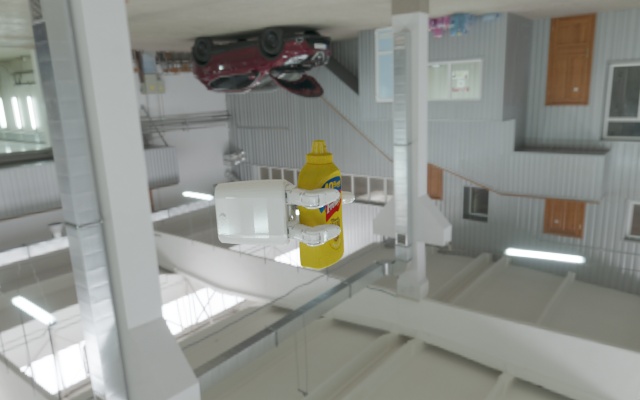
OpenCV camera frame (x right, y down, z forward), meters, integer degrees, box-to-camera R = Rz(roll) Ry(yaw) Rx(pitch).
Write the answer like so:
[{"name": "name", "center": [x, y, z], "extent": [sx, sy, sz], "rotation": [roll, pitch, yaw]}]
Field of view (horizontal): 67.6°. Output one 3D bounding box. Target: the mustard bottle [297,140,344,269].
[{"name": "mustard bottle", "center": [0.000, 0.003, 0.742], "extent": [0.058, 0.192, 0.096], "rotation": [5, 15, 30]}]
